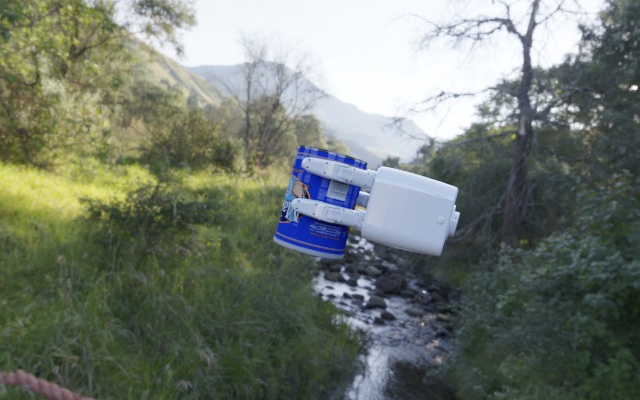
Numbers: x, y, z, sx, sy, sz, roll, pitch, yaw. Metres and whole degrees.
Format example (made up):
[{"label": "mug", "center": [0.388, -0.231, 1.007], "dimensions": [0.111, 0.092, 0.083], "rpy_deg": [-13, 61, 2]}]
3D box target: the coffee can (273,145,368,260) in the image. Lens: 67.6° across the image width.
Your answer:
[{"label": "coffee can", "center": [0.000, 0.002, 0.677], "dimensions": [0.103, 0.140, 0.103], "rpy_deg": [15, 2, 0]}]
